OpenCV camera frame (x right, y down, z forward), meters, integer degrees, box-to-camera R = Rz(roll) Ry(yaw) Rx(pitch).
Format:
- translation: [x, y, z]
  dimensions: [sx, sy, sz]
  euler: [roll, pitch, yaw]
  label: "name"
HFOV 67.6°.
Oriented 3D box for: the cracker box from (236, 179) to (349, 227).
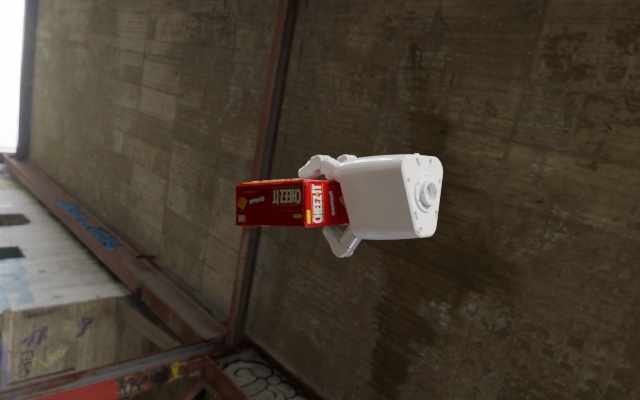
- translation: [0.000, 0.003, 0.749]
  dimensions: [0.214, 0.072, 0.164]
  euler: [-1, -1, -44]
  label: "cracker box"
